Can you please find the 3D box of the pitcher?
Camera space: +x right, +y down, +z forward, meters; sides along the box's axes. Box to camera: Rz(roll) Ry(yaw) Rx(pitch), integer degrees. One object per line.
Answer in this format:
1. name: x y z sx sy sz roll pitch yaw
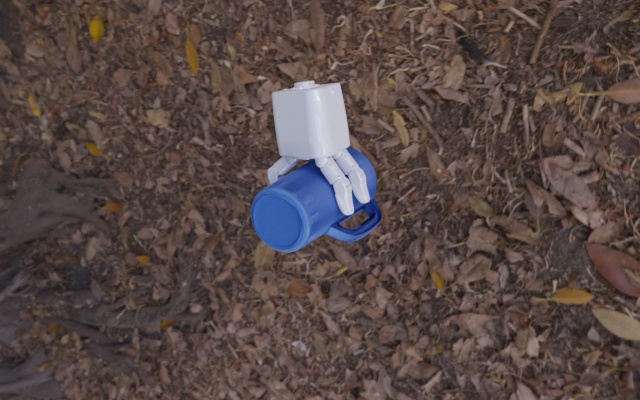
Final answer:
1. pitcher: 0.000 0.002 0.818 0.149 0.145 0.242 2 19 30
